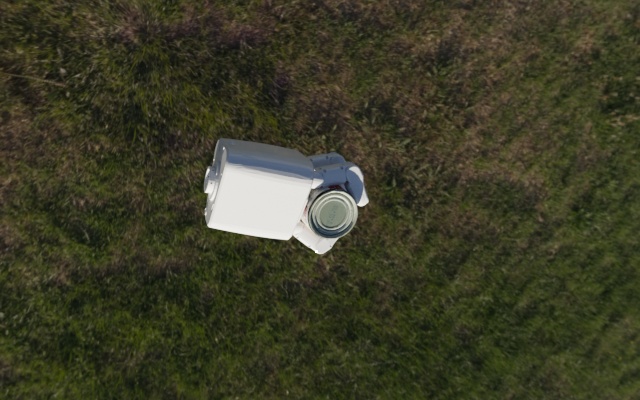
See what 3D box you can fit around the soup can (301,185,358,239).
[{"bbox_3d":[0.001,0.002,0.630,0.068,0.068,0.102,0,18,-20],"label":"soup can"}]
